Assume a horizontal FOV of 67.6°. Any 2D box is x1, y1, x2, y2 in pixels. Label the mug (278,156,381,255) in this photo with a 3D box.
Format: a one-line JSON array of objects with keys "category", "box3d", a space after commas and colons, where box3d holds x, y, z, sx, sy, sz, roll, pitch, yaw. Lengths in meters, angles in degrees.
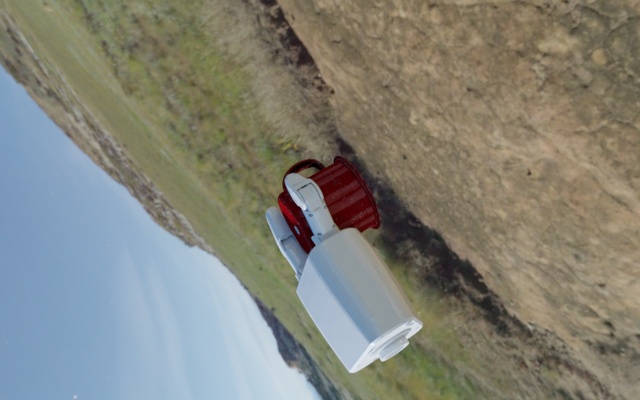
[{"category": "mug", "box3d": [-0.001, 0.001, 0.527, 0.081, 0.117, 0.093, -30, -26, -12]}]
